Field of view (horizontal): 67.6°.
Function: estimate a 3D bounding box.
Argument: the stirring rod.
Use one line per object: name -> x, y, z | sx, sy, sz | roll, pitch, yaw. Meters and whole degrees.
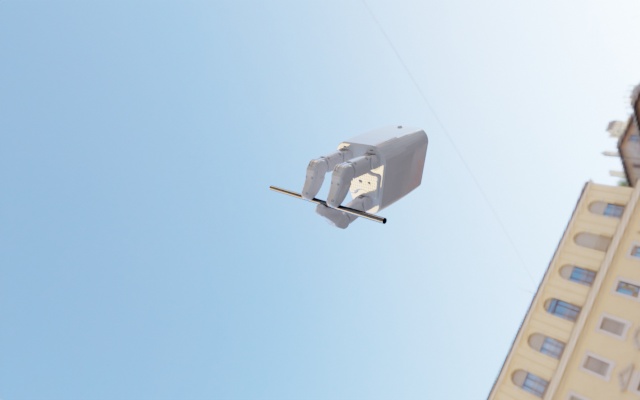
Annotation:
stirring rod -> 0.000, 0.002, 0.666 | 0.011, 0.011, 0.239 | 0, 11, -41
